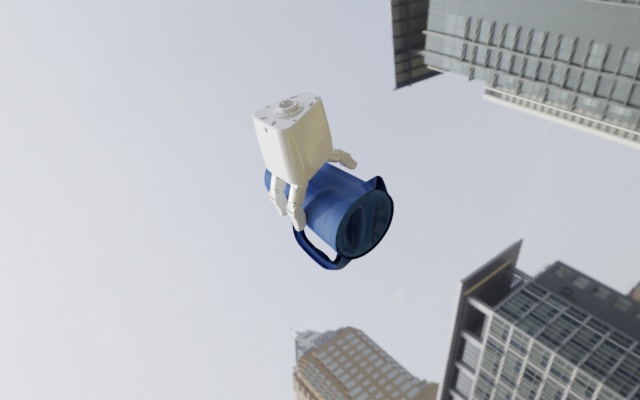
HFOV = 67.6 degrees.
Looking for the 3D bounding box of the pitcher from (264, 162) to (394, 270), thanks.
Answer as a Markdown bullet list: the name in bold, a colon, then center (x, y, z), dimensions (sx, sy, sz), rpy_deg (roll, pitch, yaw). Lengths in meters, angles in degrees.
- **pitcher**: center (0.000, 0.003, 0.870), dimensions (0.149, 0.145, 0.242), rpy_deg (-37, 45, -21)
